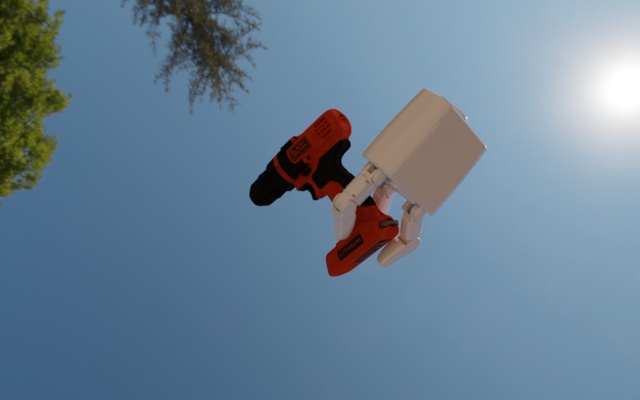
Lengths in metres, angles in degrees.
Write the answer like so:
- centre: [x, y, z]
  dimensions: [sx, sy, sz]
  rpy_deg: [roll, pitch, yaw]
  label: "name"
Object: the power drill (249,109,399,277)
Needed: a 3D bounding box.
- centre: [0.001, 0.002, 0.628]
  dimensions: [0.184, 0.187, 0.057]
  rpy_deg: [-41, -19, 28]
  label: "power drill"
